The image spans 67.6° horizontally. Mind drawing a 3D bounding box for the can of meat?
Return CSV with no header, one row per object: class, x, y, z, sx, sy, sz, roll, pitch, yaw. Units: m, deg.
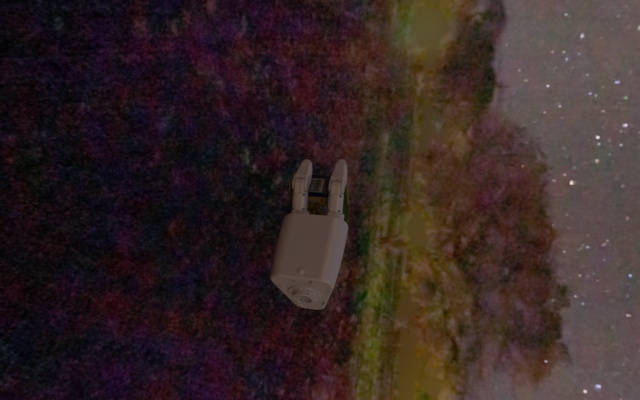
can of meat,0.000,0.003,0.778,0.084,0.057,0.102,5,-39,12
